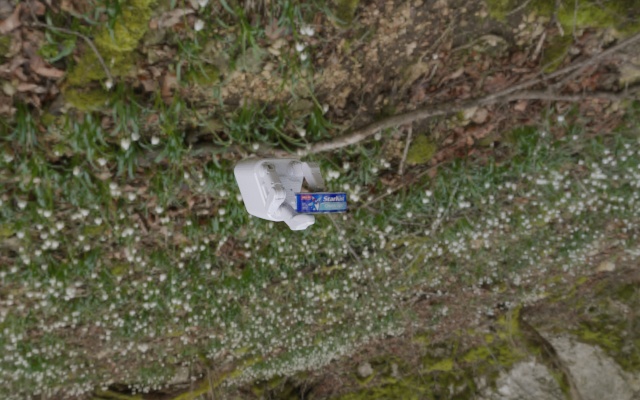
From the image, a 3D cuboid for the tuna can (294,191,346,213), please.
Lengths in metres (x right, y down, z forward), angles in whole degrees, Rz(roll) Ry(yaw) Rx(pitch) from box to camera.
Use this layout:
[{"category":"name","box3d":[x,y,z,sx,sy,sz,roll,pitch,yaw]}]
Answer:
[{"category":"tuna can","box3d":[0.000,0.003,0.780,0.086,0.034,0.086,-1,1,0]}]
